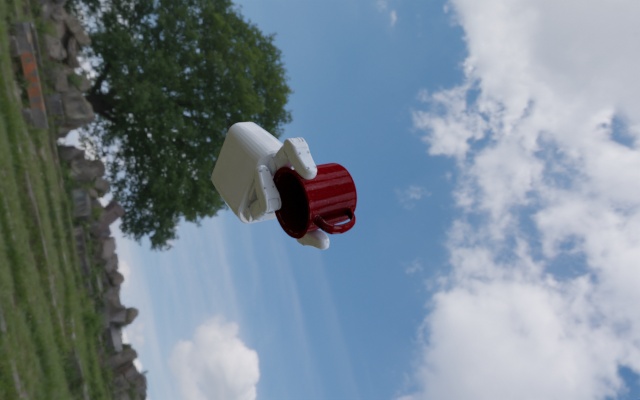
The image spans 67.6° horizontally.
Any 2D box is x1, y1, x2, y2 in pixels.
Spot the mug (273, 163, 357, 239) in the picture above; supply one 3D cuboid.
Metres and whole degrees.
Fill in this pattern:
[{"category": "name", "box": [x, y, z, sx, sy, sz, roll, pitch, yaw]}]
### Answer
[{"category": "mug", "box": [0.001, 0.003, 0.616, 0.081, 0.093, 0.117, -13, 40, -33]}]
